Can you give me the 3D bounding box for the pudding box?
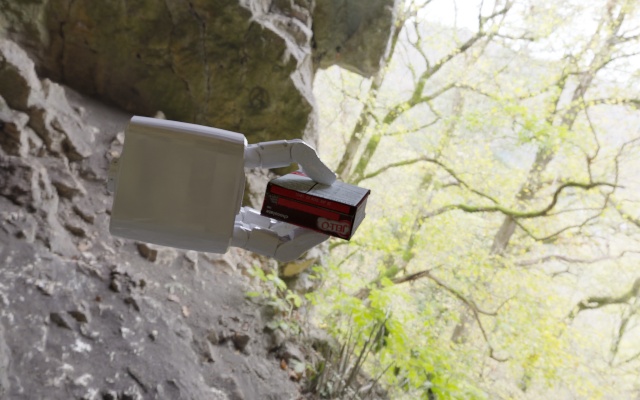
[{"bbox_3d":[0.000,0.001,0.490,0.090,0.039,0.113,17,15,10],"label":"pudding box"}]
